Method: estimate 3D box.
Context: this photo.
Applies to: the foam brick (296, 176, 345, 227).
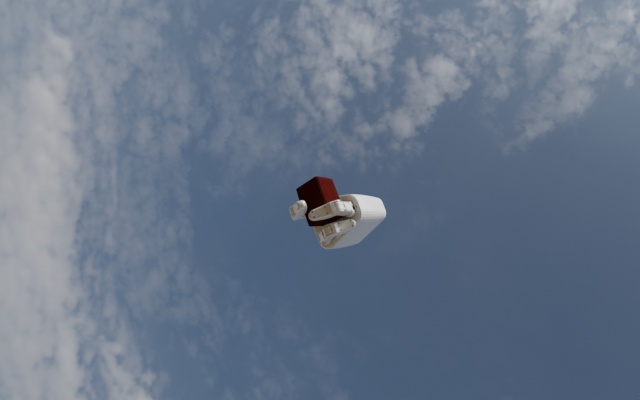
[{"bbox_3d":[0.000,0.003,0.868,0.053,0.078,0.051,-29,-17,32],"label":"foam brick"}]
